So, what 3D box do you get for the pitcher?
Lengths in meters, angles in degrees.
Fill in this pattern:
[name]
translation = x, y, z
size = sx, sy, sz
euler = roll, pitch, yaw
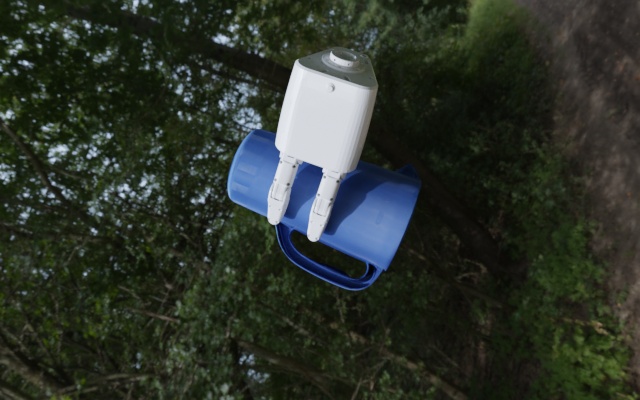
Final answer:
[pitcher]
translation = 0.000, 0.002, 0.644
size = 0.243, 0.145, 0.149
euler = 21, 36, 6
